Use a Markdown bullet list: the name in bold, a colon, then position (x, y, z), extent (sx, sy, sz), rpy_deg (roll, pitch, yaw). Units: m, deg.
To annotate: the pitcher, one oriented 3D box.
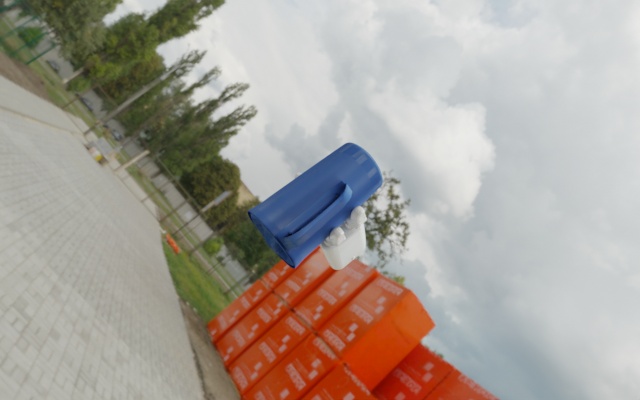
- **pitcher**: position (0.000, 0.003, 0.877), extent (0.149, 0.243, 0.145), rpy_deg (42, -16, 30)
